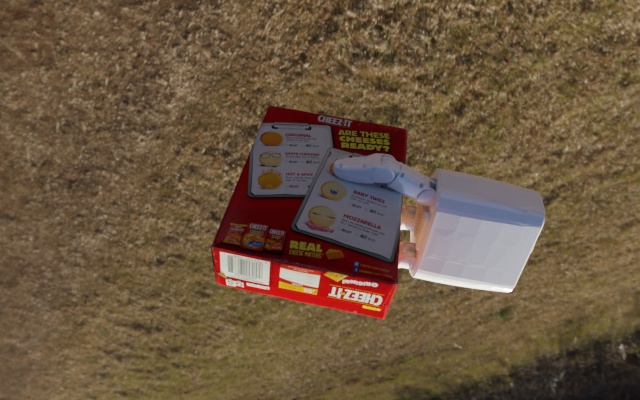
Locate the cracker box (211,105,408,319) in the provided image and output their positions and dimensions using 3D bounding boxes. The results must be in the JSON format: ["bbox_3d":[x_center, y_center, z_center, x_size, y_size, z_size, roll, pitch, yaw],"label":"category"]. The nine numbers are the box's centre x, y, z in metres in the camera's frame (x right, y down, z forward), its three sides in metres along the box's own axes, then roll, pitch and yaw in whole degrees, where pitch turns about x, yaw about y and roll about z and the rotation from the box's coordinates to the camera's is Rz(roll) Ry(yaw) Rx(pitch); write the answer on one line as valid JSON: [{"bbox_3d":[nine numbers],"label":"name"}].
[{"bbox_3d":[0.000,0.002,0.495,0.164,0.213,0.072,11,-44,2],"label":"cracker box"}]
